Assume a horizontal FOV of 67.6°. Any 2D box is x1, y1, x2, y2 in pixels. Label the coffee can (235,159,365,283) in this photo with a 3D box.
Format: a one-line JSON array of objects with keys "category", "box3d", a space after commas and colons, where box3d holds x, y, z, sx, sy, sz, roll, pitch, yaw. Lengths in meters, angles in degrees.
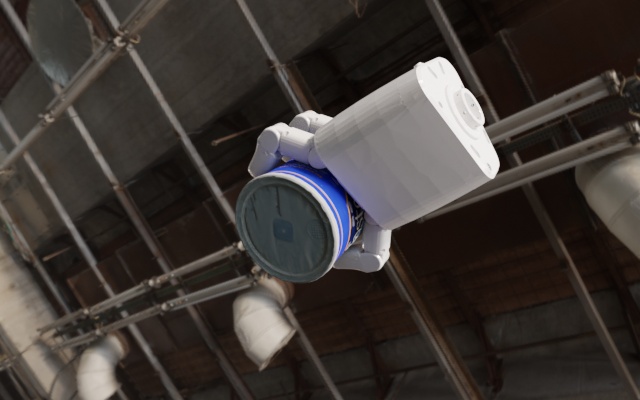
[{"category": "coffee can", "box3d": [0.000, 0.002, 0.465, 0.103, 0.103, 0.140, 0, 21, 30]}]
